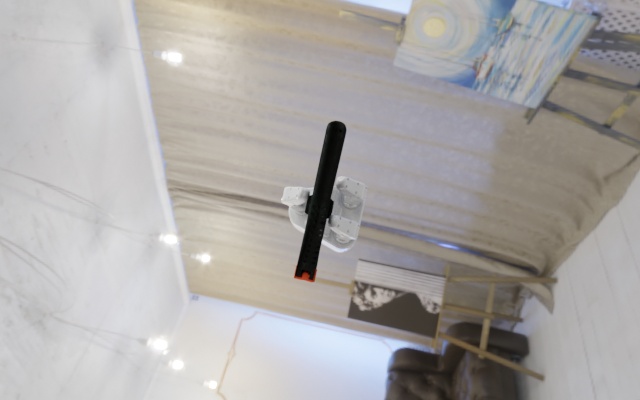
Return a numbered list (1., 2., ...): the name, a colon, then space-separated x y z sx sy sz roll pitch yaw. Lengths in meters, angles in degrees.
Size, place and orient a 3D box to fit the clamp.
1. clamp: -0.001 0.002 0.636 0.036 0.210 0.164 12 -11 1
